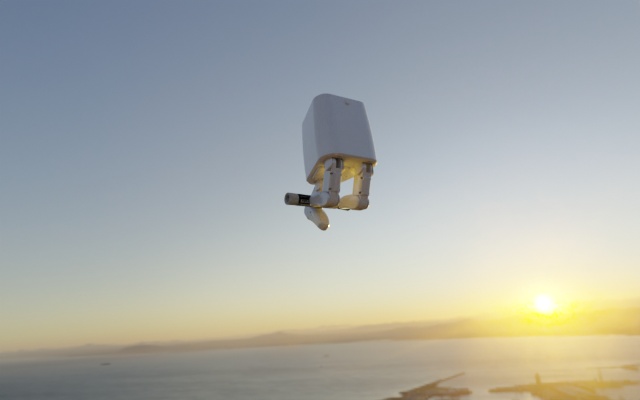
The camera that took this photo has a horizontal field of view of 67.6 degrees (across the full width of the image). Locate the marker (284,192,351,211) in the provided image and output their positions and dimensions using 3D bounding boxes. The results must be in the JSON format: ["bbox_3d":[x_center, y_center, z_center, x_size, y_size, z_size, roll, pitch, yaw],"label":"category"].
[{"bbox_3d":[0.000,0.002,0.744,0.121,0.020,0.020,6,-3,-33],"label":"marker"}]
